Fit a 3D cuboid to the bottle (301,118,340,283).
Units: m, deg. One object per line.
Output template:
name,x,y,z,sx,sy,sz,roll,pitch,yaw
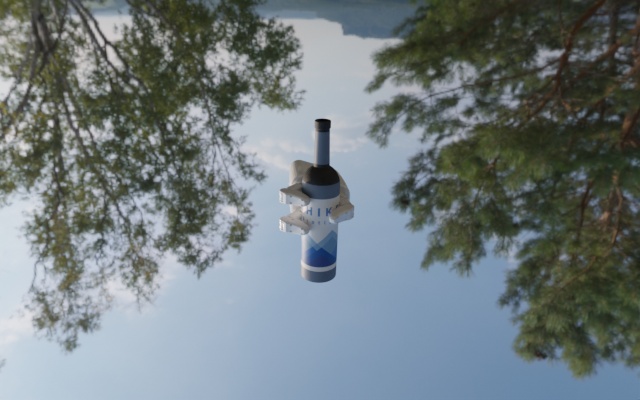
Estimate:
bottle,0.000,0.003,0.846,0.069,0.296,0.069,1,23,-1
